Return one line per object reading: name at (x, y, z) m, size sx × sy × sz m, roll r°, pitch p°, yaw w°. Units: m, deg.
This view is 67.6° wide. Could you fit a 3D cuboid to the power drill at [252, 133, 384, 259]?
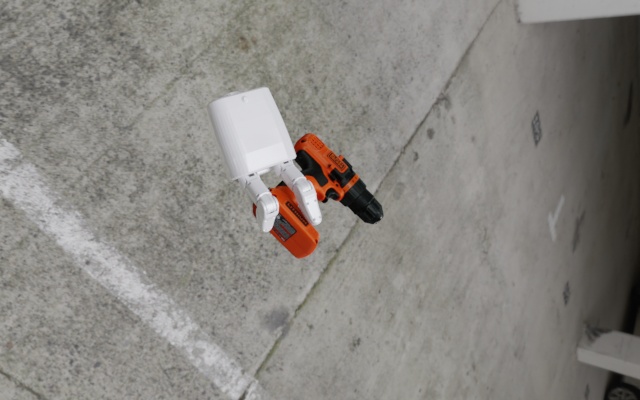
power drill at (0.000, 0.002, 0.716) m, size 0.057 × 0.184 × 0.187 m, roll -44°, pitch 3°, yaw 42°
